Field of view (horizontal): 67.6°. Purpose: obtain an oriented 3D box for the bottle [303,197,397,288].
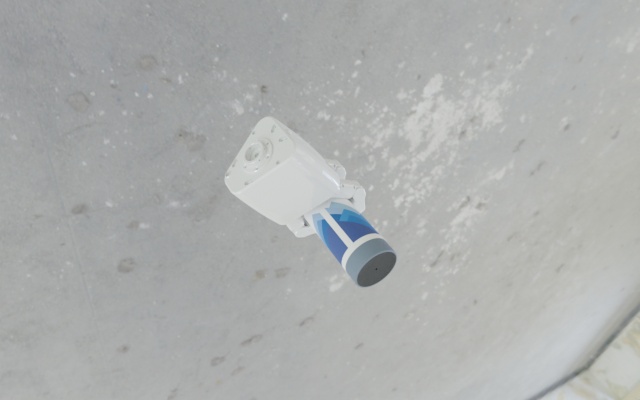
[{"bbox_3d":[0.000,0.003,0.713,0.069,0.069,0.295,0,36,-38],"label":"bottle"}]
